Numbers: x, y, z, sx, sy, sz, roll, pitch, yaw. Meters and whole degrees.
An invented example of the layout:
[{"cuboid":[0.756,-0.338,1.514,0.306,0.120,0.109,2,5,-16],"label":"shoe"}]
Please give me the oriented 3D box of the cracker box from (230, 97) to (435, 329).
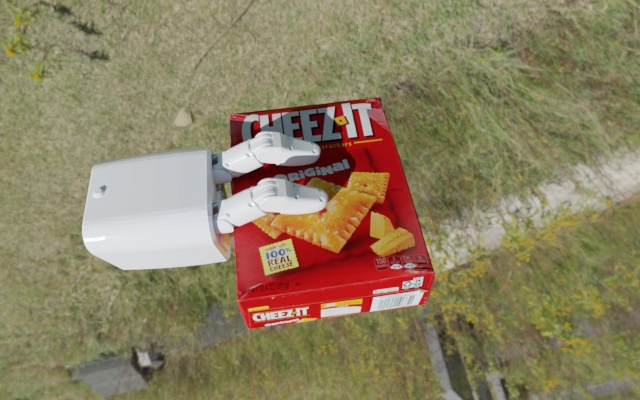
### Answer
[{"cuboid":[0.000,0.002,0.460,0.164,0.213,0.072,-7,-35,-4],"label":"cracker box"}]
